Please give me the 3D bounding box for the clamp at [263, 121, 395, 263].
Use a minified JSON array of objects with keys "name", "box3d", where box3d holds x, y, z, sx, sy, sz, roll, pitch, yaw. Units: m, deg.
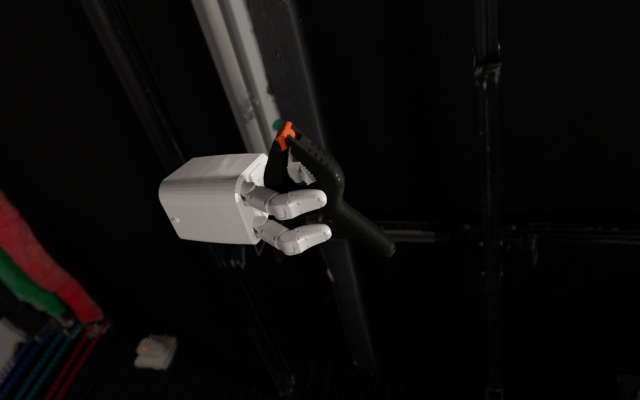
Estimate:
[{"name":"clamp","box3d":[0.000,0.001,0.564,0.164,0.210,0.036,-1,42,14]}]
